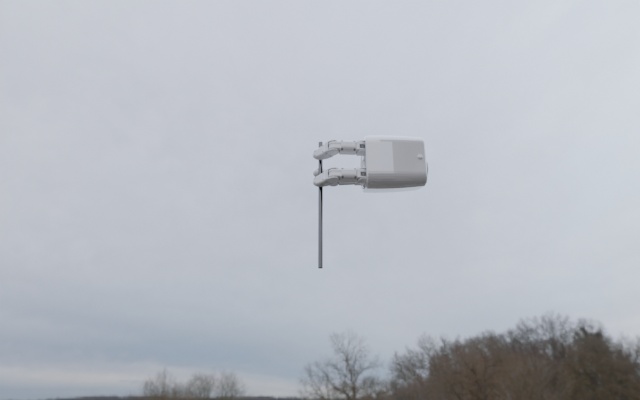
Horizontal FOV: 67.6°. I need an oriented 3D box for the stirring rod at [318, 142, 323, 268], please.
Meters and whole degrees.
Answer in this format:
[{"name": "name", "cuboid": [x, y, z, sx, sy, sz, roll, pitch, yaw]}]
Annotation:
[{"name": "stirring rod", "cuboid": [0.000, 0.003, 0.855, 0.011, 0.239, 0.011, 0, -22, 0]}]
